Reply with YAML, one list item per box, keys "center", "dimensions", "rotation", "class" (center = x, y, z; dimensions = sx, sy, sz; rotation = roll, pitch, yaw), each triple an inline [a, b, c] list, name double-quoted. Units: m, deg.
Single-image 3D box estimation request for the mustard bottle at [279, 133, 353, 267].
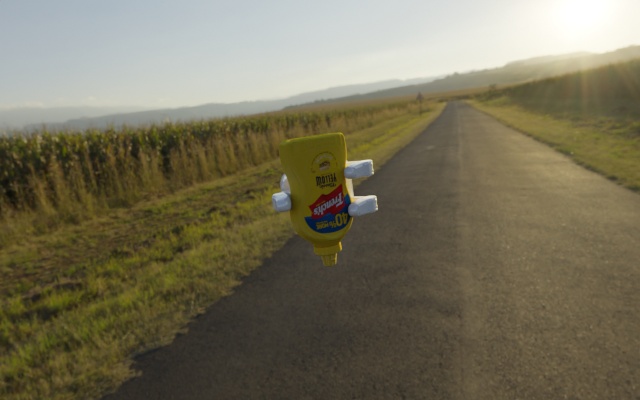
- center: [0.000, 0.002, 0.693]
  dimensions: [0.096, 0.191, 0.058]
  rotation: [-14, 11, -30]
  class: "mustard bottle"
